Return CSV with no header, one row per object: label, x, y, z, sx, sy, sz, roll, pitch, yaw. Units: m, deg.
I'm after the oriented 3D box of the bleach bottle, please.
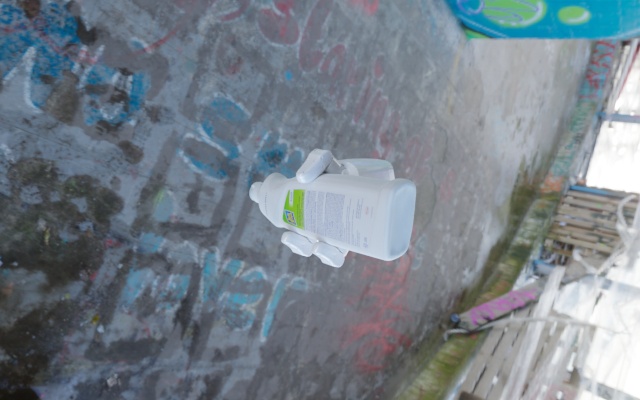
bleach bottle,0.000,0.002,0.644,0.251,0.102,0.068,14,16,37
